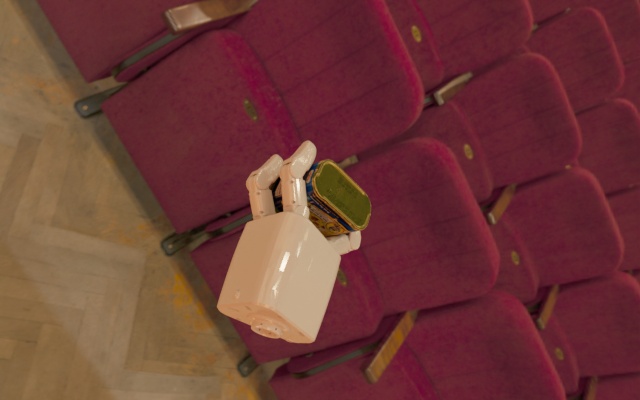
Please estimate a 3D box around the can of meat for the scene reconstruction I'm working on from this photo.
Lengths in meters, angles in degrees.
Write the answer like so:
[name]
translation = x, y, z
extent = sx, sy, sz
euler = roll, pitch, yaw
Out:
[can of meat]
translation = 0.000, 0.002, 0.580
extent = 0.084, 0.057, 0.102
euler = -15, -47, 44
